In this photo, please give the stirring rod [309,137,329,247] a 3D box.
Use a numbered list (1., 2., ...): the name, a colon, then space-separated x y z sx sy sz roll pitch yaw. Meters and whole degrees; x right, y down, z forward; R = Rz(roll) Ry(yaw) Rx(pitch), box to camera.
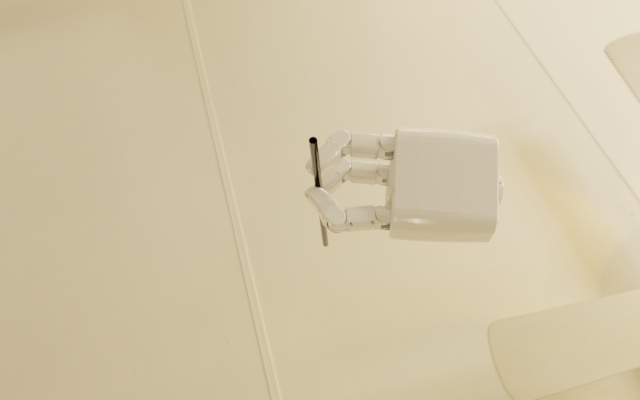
1. stirring rod: 0.000 0.002 0.548 0.011 0.011 0.240 0 -29 4
